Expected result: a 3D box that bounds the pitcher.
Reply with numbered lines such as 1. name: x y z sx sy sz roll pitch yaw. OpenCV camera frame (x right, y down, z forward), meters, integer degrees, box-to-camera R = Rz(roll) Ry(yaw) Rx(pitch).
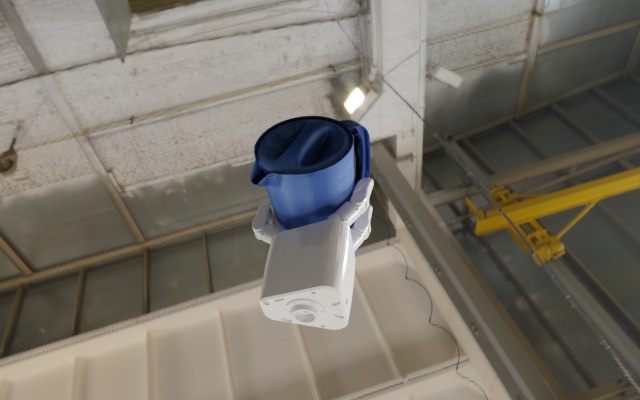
1. pitcher: 0.000 0.002 0.711 0.149 0.243 0.145 -1 43 10
